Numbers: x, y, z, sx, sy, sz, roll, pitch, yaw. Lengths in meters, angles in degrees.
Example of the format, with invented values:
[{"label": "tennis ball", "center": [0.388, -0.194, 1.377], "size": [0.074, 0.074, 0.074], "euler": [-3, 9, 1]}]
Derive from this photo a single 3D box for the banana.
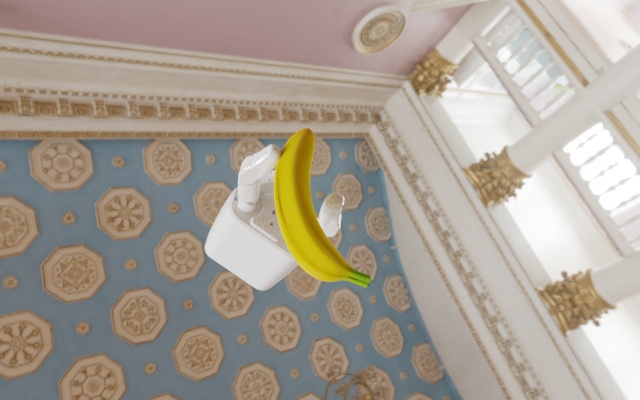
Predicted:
[{"label": "banana", "center": [-0.014, 0.004, 0.486], "size": [0.069, 0.197, 0.037], "euler": [2, -34, -34]}]
